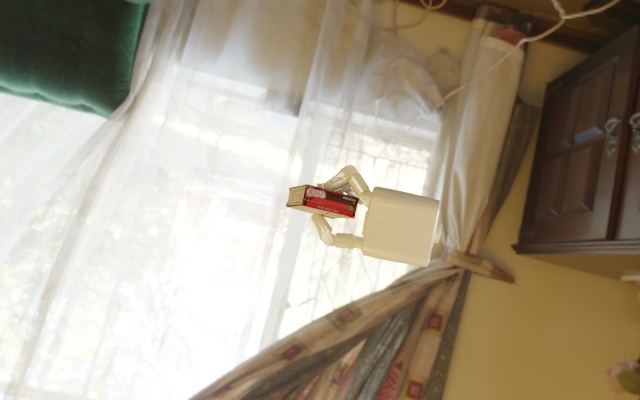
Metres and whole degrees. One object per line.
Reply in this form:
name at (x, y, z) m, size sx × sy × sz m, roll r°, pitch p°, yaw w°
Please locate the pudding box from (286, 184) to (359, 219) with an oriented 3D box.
pudding box at (0.000, 0.003, 0.779) m, size 0.090 × 0.039 × 0.113 m, roll 15°, pitch -8°, yaw -17°
